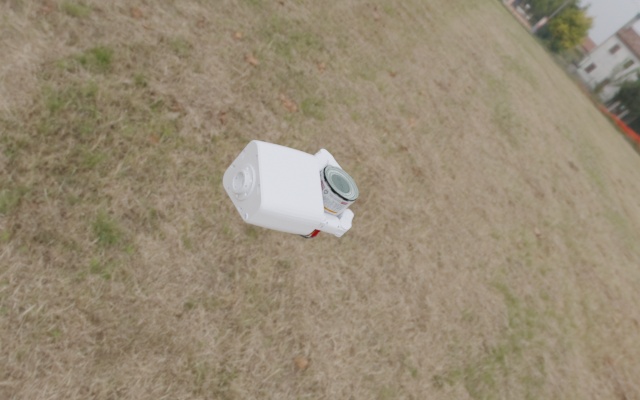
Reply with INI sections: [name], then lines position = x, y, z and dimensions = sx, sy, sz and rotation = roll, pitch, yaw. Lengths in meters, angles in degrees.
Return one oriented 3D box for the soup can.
[soup can]
position = 0.001, 0.002, 0.727
dimensions = 0.068, 0.068, 0.102
rotation = 0, -36, -50
